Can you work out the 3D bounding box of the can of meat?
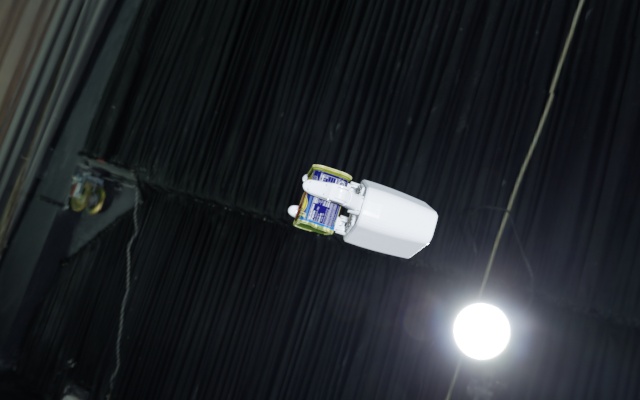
[{"bbox_3d":[0.000,0.003,0.684,0.057,0.084,0.102,18,-8,-6],"label":"can of meat"}]
